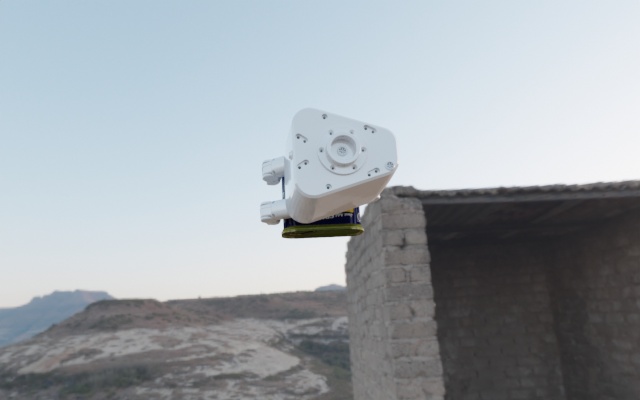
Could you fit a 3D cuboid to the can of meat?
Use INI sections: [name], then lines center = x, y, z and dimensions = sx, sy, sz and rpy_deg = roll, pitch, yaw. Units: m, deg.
[can of meat]
center = 0.000, 0.002, 0.604
dimensions = 0.102, 0.084, 0.057
rpy_deg = -2, -13, -4
